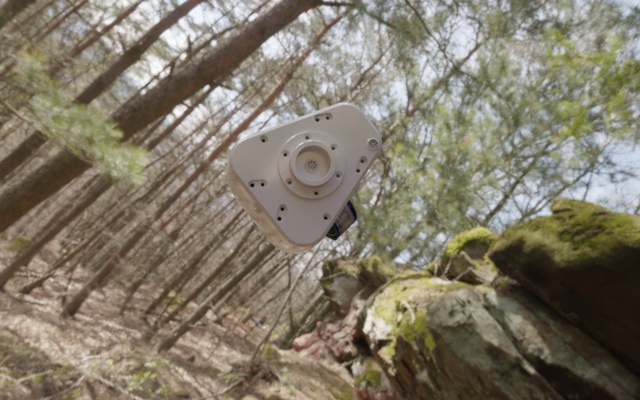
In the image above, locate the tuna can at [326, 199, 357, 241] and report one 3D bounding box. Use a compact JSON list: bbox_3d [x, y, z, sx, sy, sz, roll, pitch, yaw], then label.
[{"bbox_3d":[0.000,0.001,0.527,0.033,0.086,0.086,-42,12,-13],"label":"tuna can"}]
